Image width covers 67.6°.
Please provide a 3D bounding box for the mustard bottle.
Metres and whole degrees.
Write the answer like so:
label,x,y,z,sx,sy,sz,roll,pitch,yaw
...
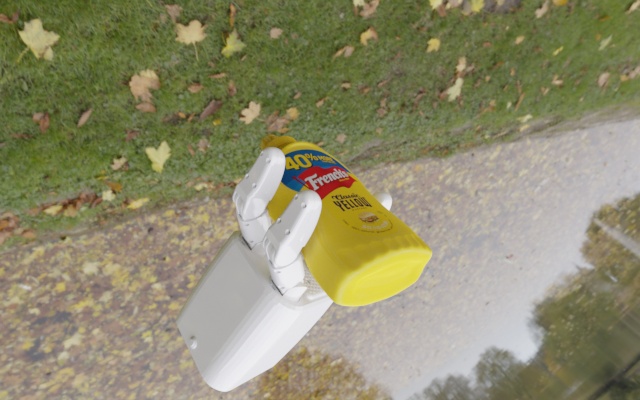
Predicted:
label,x,y,z,sx,sy,sz,roll,pitch,yaw
mustard bottle,0.000,0.001,0.411,0.096,0.058,0.191,-9,43,-37
